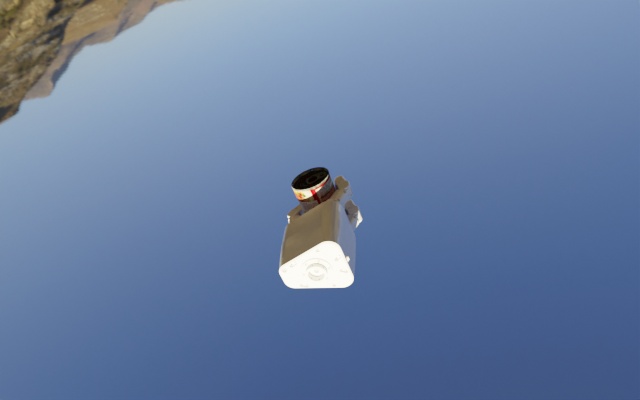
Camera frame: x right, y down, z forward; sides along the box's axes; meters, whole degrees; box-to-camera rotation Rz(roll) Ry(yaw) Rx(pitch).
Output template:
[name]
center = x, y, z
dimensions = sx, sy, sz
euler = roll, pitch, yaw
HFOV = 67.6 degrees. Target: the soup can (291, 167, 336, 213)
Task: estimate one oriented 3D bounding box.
[soup can]
center = 0.000, 0.003, 0.827
dimensions = 0.068, 0.102, 0.068
euler = -18, 30, 11
